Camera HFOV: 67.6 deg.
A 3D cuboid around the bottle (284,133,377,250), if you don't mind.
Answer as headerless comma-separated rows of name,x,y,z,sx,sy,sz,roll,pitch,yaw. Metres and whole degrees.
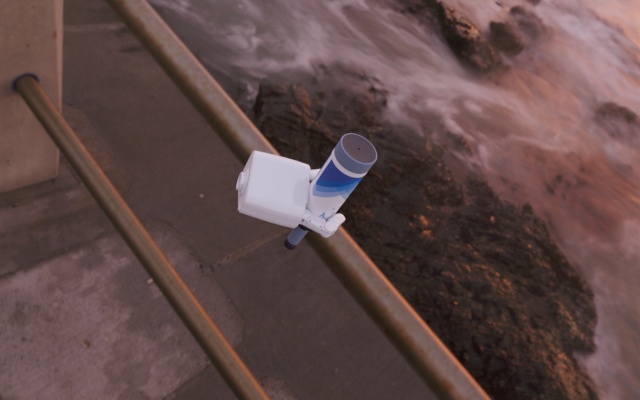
bottle,0.000,0.003,0.865,0.069,0.069,0.296,0,-36,-31
